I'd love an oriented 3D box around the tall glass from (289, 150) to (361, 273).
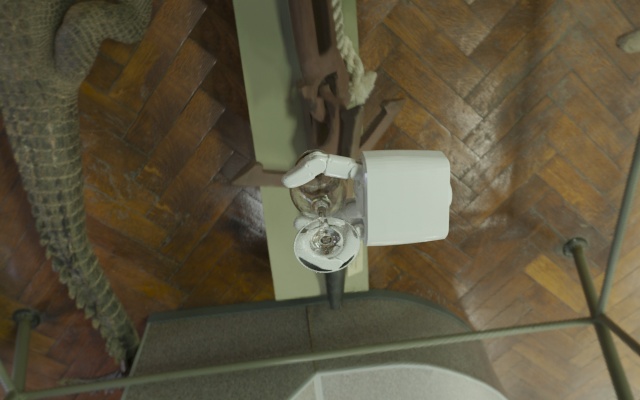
[{"bbox_3d":[0.000,0.002,0.610,0.079,0.079,0.201,0,29,-5],"label":"tall glass"}]
